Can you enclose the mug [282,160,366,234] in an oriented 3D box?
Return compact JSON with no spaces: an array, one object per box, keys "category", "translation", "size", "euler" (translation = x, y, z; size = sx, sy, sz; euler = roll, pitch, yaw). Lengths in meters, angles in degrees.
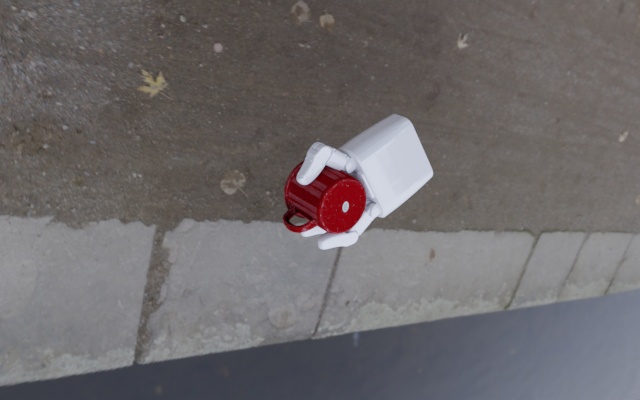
[{"category":"mug","translation":[-0.001,0.003,0.658],"size":[0.117,0.093,0.081],"euler":[-37,37,-18]}]
